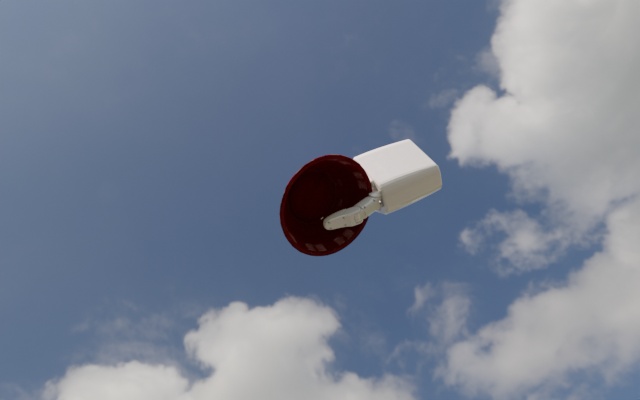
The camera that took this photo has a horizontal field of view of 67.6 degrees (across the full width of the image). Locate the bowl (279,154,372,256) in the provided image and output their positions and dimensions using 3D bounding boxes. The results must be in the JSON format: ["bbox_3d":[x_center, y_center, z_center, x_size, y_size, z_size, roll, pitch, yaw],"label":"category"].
[{"bbox_3d":[-0.001,0.003,0.742,0.162,0.162,0.055,0,17,-31],"label":"bowl"}]
